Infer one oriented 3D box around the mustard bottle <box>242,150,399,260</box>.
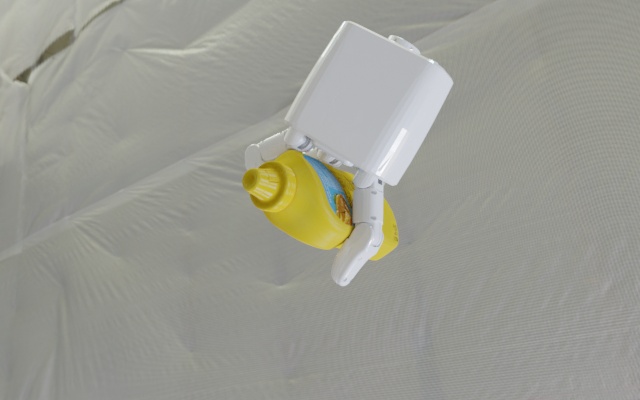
[{"bbox_3d":[0.000,0.002,0.441,0.058,0.096,0.192,-38,-29,21],"label":"mustard bottle"}]
